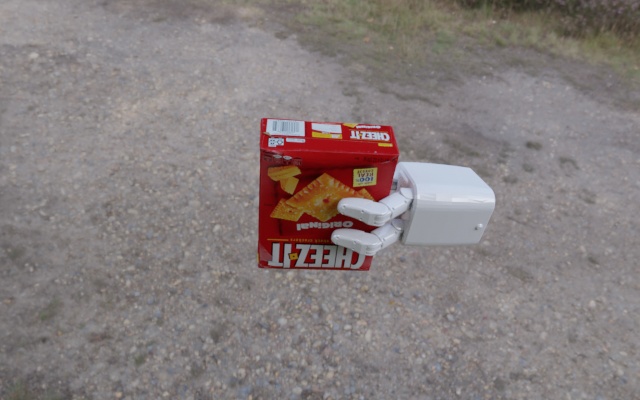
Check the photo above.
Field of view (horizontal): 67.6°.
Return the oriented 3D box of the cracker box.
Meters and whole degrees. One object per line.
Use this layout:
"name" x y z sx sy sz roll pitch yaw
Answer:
"cracker box" 0.000 0.002 0.630 0.164 0.214 0.072 3 42 -5
